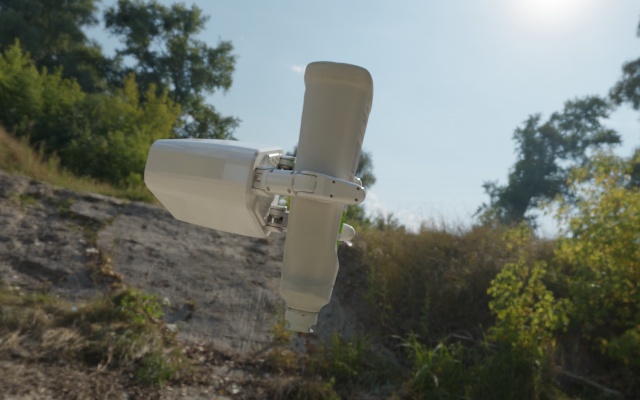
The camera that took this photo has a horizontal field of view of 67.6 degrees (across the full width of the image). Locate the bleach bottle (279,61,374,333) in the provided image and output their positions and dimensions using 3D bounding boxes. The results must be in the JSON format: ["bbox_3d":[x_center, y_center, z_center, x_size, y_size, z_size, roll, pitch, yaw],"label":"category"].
[{"bbox_3d":[0.000,0.002,0.470,0.068,0.251,0.102,9,-8,9],"label":"bleach bottle"}]
